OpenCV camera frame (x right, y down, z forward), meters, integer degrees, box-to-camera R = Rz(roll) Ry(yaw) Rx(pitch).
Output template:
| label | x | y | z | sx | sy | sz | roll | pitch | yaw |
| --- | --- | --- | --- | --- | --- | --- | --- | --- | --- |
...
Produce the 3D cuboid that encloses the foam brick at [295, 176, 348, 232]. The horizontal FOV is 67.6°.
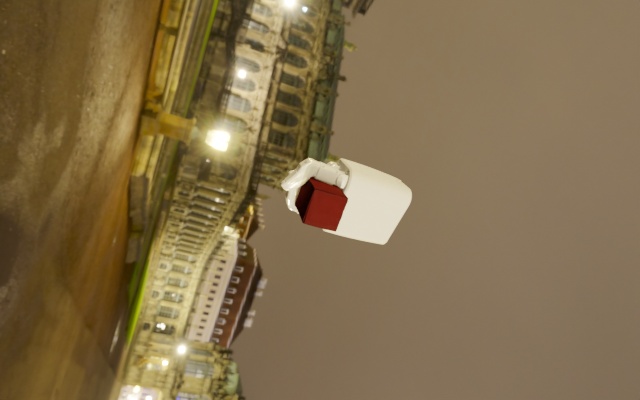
| label | x | y | z | sx | sy | sz | roll | pitch | yaw |
| --- | --- | --- | --- | --- | --- | --- | --- | --- | --- |
| foam brick | 0.000 | 0.002 | 0.680 | 0.051 | 0.053 | 0.078 | 17 | 15 | -16 |
